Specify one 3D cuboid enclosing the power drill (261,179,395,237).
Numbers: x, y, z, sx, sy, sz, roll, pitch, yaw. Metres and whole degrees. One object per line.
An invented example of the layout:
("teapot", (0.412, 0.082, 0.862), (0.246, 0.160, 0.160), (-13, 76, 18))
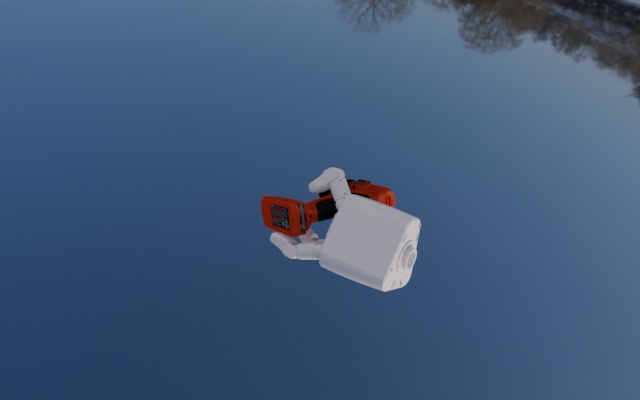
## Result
("power drill", (0.000, 0.003, 0.790), (0.187, 0.057, 0.184), (-15, 14, -33))
